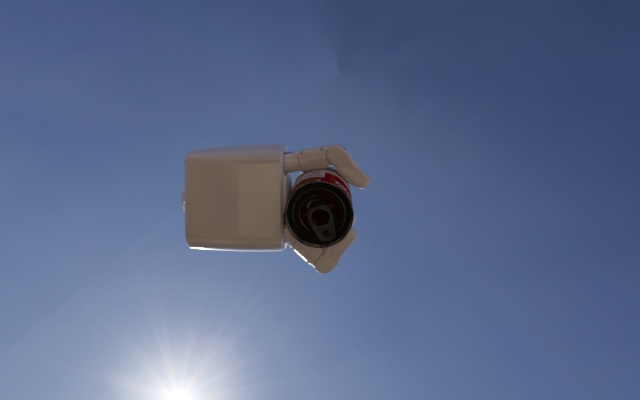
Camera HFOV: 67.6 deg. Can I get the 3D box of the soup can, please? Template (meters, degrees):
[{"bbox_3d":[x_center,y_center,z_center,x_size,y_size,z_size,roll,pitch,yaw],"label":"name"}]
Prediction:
[{"bbox_3d":[0.001,0.001,0.511,0.068,0.068,0.102,0,15,2],"label":"soup can"}]
